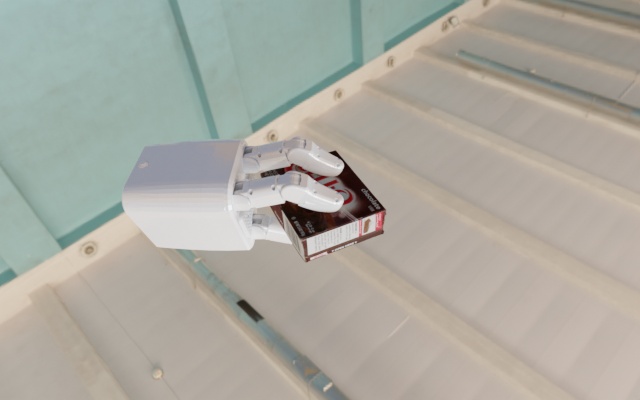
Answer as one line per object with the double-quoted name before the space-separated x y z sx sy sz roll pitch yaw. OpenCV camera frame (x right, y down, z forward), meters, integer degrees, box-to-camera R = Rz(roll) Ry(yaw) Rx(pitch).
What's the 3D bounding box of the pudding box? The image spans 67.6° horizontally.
"pudding box" 0.000 0.002 0.486 0.090 0.039 0.113 -19 46 -17
